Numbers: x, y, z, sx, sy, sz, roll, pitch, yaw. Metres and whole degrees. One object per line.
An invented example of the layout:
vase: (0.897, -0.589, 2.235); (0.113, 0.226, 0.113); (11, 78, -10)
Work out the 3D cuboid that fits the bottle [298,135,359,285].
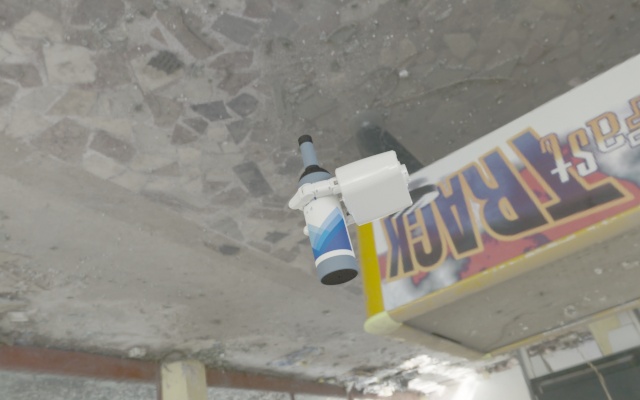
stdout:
bottle: (0.000, 0.003, 0.854); (0.069, 0.295, 0.069); (-10, -31, -6)
